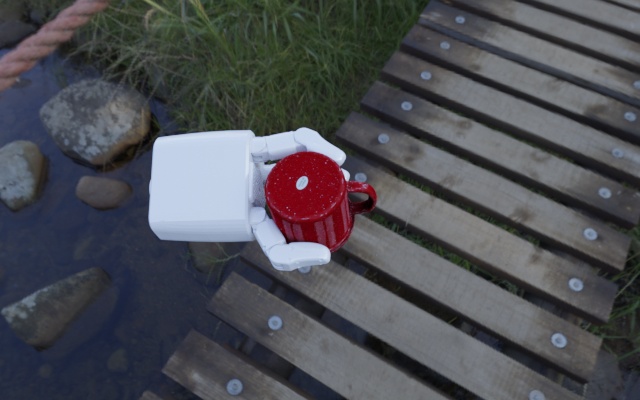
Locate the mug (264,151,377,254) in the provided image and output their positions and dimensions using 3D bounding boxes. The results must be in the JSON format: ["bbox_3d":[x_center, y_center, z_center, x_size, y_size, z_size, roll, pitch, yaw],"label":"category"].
[{"bbox_3d":[0.002,0.002,0.496,0.117,0.093,0.081,-3,-27,4],"label":"mug"}]
